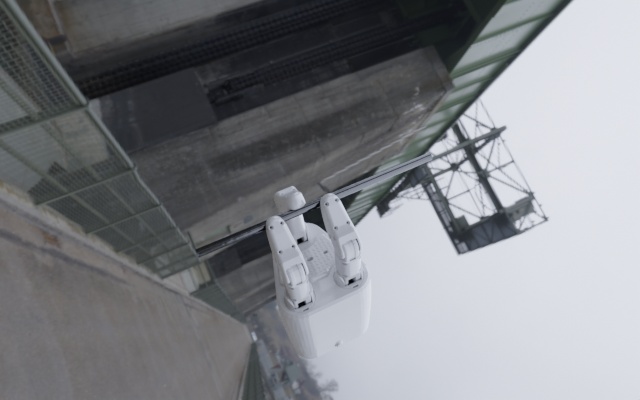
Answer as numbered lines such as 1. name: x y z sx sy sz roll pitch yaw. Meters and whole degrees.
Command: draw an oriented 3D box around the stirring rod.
1. stirring rod: 0.000 0.002 0.445 0.239 0.011 0.011 -23 5 -13
